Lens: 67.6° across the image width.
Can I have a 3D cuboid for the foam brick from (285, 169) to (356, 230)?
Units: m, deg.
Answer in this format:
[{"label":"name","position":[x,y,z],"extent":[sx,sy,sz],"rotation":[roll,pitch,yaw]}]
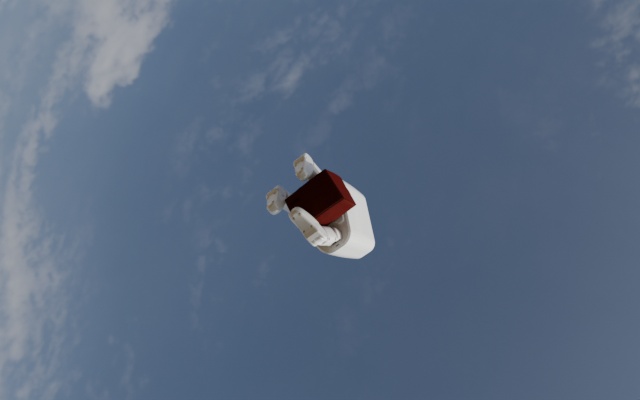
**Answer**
[{"label":"foam brick","position":[0.000,0.002,0.668],"extent":[0.078,0.053,0.051],"rotation":[-36,-24,17]}]
